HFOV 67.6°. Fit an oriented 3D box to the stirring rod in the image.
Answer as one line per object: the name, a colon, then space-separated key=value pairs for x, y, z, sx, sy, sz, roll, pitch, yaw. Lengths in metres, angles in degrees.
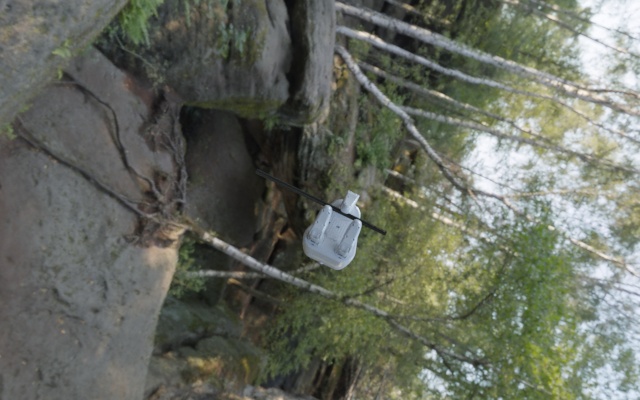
stirring rod: x=0.000 y=0.003 z=0.796 sx=0.239 sy=0.011 sz=0.011 roll=26 pitch=2 yaw=4
